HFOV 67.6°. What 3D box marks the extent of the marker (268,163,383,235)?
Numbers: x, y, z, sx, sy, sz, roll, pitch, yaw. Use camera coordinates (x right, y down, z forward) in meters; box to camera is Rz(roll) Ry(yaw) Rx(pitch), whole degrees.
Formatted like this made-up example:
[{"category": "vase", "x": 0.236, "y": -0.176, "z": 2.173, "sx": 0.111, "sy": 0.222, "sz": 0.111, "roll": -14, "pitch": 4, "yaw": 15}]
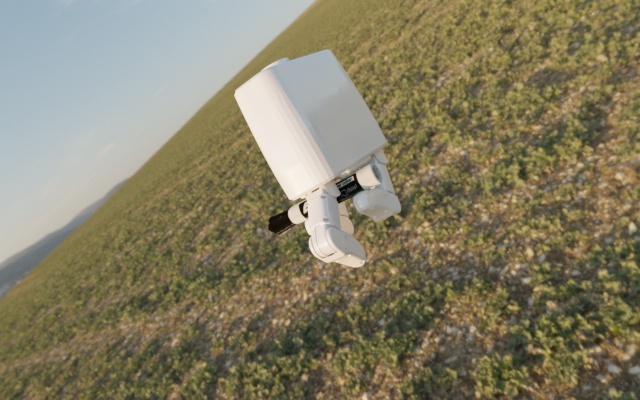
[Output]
[{"category": "marker", "x": 0.000, "y": 0.001, "z": 0.429, "sx": 0.121, "sy": 0.020, "sz": 0.020, "roll": -28, "pitch": -14, "yaw": 27}]
